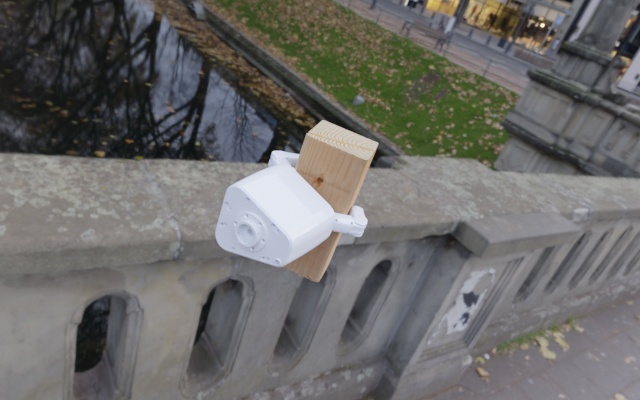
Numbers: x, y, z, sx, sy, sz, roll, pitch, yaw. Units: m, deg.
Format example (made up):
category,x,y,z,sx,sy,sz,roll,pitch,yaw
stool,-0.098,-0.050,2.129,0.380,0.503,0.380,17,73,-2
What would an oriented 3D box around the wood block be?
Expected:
category,x,y,z,sx,sy,sz,roll,pitch,yaw
wood block,0.000,0.002,0.698,0.091,0.206,0.090,24,27,6
